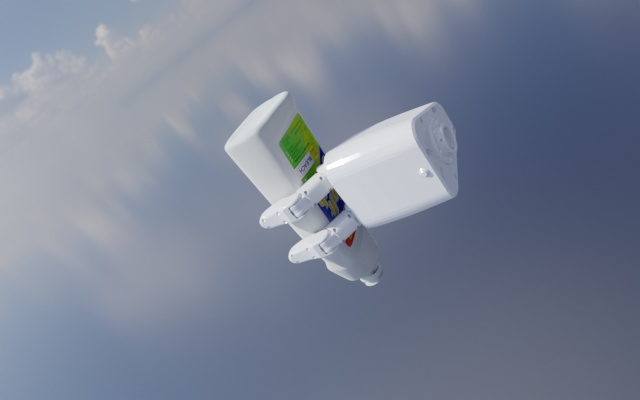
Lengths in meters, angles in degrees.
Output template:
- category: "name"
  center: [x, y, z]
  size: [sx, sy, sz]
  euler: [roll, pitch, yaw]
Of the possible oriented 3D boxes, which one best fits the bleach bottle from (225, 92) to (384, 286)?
- category: "bleach bottle"
  center: [0.000, 0.002, 0.567]
  size: [0.068, 0.251, 0.102]
  euler: [-21, 28, 36]
